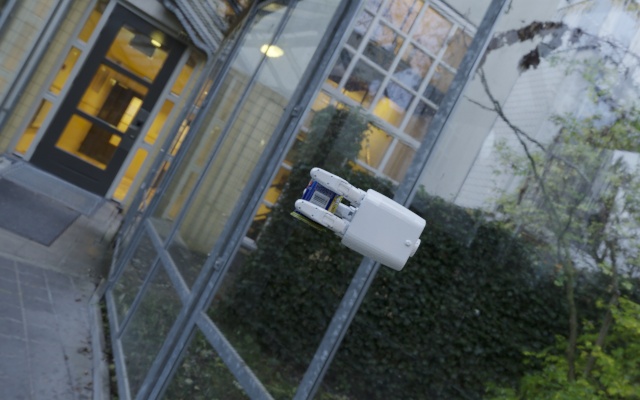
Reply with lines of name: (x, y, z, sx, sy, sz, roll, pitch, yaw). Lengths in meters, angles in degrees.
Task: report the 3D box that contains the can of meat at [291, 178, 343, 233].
can of meat: (0.000, 0.002, 0.794, 0.057, 0.084, 0.102, 28, -2, 9)
